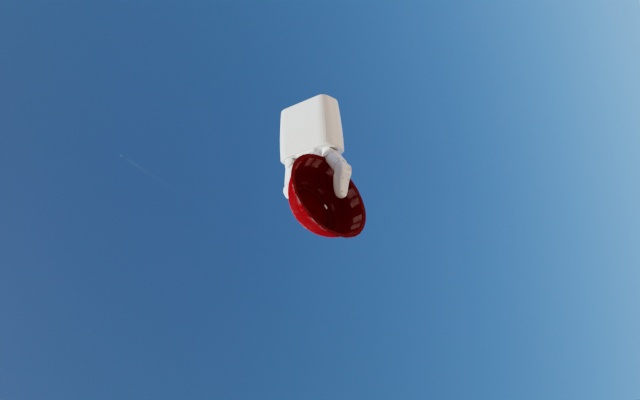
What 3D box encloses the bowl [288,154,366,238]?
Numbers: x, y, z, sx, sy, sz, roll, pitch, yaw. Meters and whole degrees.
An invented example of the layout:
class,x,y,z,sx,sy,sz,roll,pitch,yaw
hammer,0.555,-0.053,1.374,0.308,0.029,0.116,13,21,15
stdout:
class,x,y,z,sx,sy,sz,roll,pitch,yaw
bowl,0.000,0.004,0.798,0.162,0.162,0.055,0,-31,-48
